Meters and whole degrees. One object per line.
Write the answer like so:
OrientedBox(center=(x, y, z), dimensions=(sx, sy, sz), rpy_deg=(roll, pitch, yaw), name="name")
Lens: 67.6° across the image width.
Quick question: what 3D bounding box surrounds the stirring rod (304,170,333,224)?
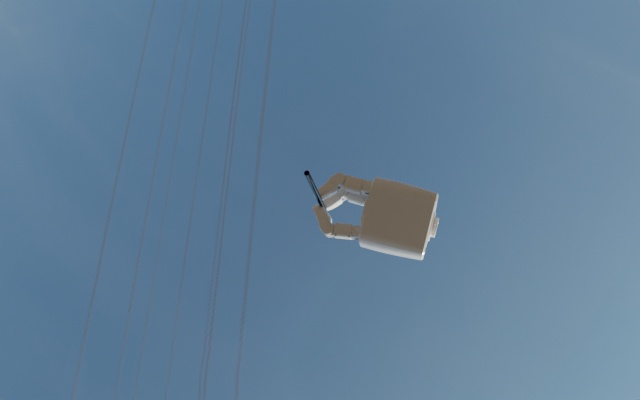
OrientedBox(center=(0.000, 0.003, 0.792), dimensions=(0.011, 0.011, 0.240), rpy_deg=(0, -20, 10), name="stirring rod")
